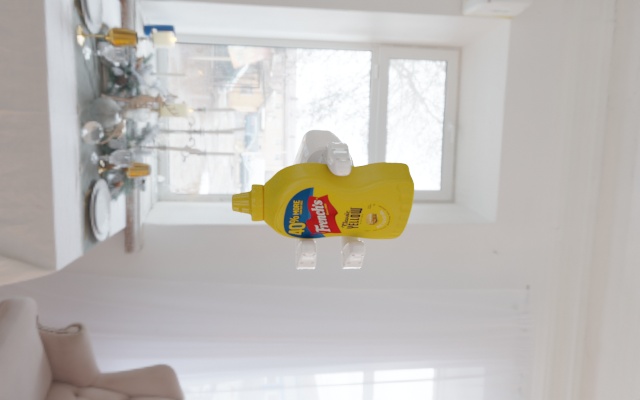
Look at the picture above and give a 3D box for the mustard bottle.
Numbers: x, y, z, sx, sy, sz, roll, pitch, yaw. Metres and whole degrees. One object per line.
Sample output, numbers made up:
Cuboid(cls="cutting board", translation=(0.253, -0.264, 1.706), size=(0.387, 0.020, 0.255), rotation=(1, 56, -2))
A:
Cuboid(cls="mustard bottle", translation=(0.000, 0.002, 0.525), size=(0.191, 0.058, 0.096), rotation=(0, -43, -7))
